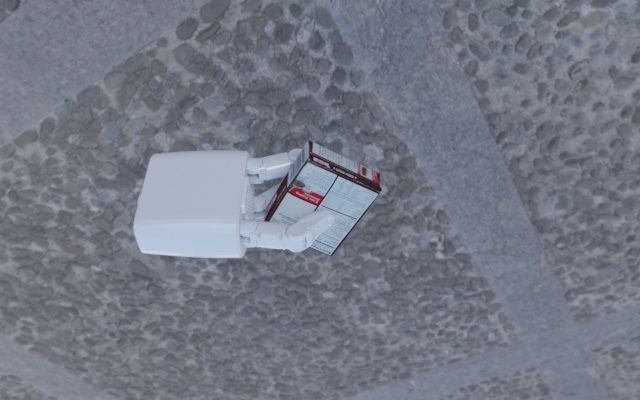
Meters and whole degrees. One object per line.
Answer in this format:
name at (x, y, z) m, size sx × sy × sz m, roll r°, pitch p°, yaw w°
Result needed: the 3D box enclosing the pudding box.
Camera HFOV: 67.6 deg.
pudding box at (0.000, 0.002, 0.523) m, size 0.090 × 0.113 × 0.039 m, roll 23°, pitch 38°, yaw -17°
